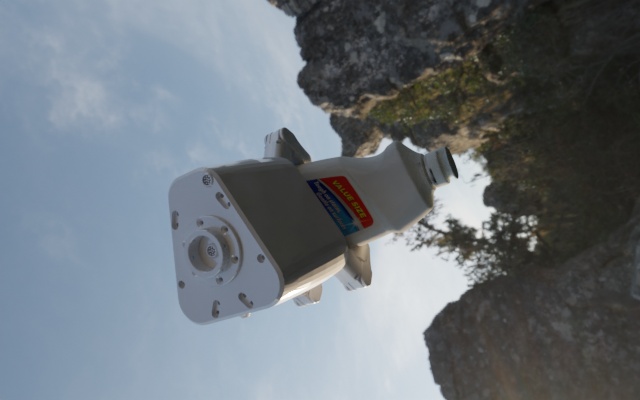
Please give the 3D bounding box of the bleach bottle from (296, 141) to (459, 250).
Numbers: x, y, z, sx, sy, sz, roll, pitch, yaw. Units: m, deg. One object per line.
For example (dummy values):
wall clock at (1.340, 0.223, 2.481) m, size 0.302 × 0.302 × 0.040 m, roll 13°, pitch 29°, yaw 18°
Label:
bleach bottle at (0.000, 0.002, 0.447) m, size 0.251 × 0.102 × 0.068 m, roll -21°, pitch -3°, yaw 25°
